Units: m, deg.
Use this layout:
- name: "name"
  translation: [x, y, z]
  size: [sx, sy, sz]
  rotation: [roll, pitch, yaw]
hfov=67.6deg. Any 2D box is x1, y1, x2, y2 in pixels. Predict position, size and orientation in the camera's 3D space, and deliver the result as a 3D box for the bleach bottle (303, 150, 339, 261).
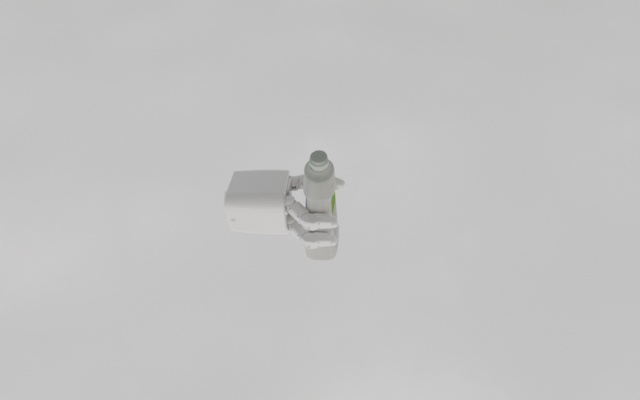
- name: "bleach bottle"
  translation: [0.000, 0.003, 0.855]
  size: [0.068, 0.102, 0.251]
  rotation: [1, -39, 2]
